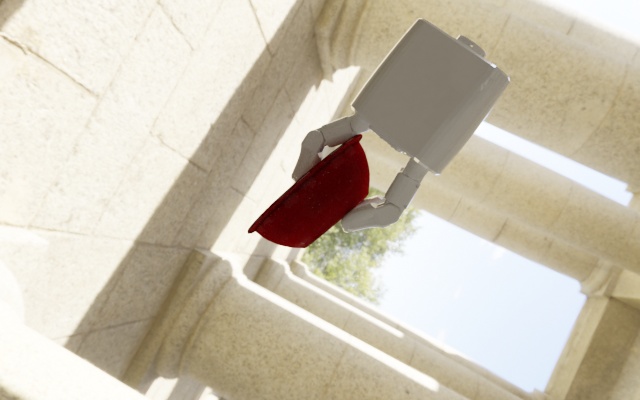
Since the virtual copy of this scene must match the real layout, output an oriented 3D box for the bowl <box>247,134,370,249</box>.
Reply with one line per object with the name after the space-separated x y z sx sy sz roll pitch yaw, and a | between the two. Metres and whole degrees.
0.000 0.003 0.514 0.162 0.055 0.162 -40 -2 -1 | bowl
